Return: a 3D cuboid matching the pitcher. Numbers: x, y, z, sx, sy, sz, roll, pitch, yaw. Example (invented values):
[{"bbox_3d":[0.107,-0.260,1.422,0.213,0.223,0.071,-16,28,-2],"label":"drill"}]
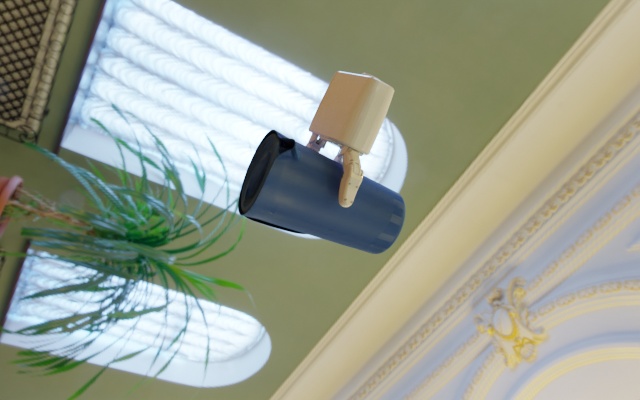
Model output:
[{"bbox_3d":[0.000,0.002,0.741,0.243,0.145,0.149,22,3,-22],"label":"pitcher"}]
